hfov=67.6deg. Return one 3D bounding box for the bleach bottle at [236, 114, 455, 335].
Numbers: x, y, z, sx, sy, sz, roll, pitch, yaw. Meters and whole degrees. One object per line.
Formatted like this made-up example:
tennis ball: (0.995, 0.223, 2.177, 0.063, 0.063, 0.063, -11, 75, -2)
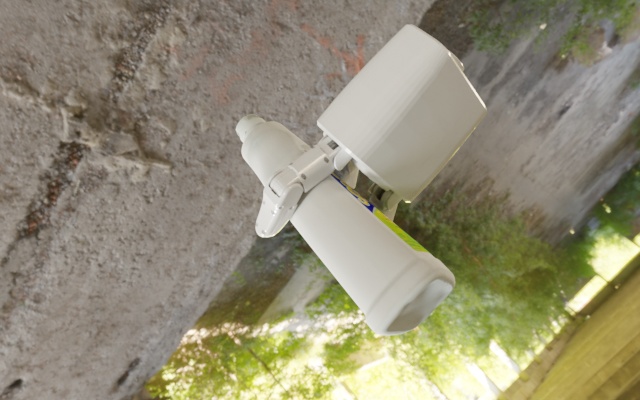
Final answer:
bleach bottle: (0.000, 0.001, 0.418, 0.250, 0.068, 0.102, 46, 9, 28)
